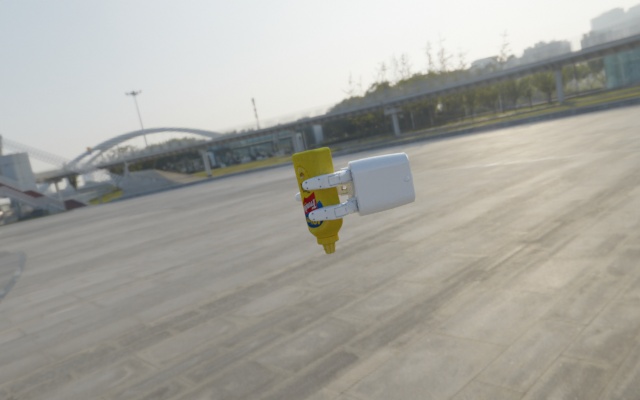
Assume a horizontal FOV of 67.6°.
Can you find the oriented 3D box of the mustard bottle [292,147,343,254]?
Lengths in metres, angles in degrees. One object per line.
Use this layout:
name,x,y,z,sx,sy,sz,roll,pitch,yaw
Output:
mustard bottle,0.000,0.003,0.870,0.058,0.191,0.096,-15,7,-30
